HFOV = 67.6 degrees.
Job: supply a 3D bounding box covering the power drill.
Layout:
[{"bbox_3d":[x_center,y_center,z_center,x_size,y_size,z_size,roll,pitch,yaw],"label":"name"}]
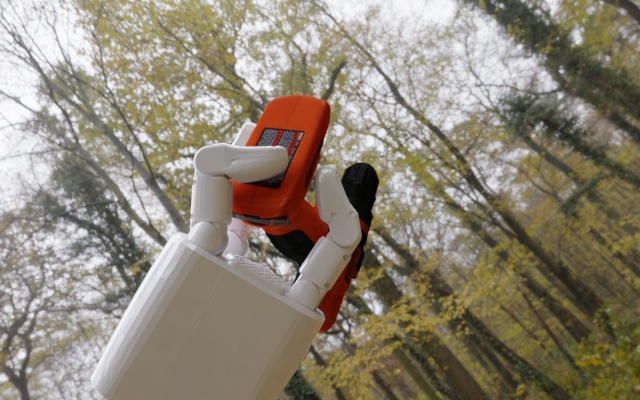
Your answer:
[{"bbox_3d":[0.000,0.001,0.414,0.057,0.184,0.188,6,-32,25],"label":"power drill"}]
